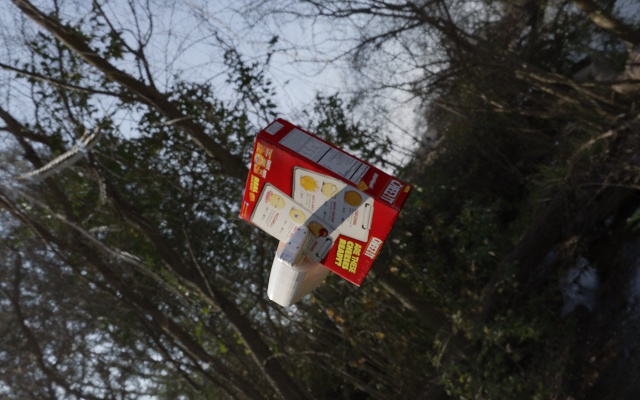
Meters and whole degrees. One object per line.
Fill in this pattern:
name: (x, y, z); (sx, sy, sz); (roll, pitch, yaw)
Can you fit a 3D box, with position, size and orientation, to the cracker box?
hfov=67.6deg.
cracker box: (0.000, 0.002, 0.682); (0.213, 0.164, 0.072); (28, 43, 9)
